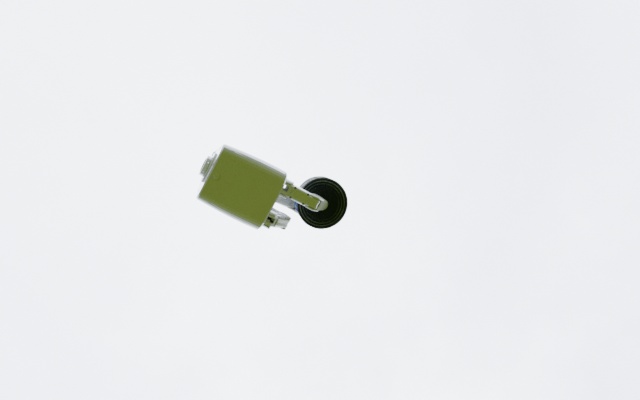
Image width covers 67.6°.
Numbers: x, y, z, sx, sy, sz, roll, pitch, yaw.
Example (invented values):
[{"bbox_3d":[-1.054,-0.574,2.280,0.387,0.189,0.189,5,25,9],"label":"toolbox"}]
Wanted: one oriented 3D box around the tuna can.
[{"bbox_3d":[0.000,0.003,0.799,0.086,0.086,0.033,0,10,-13],"label":"tuna can"}]
